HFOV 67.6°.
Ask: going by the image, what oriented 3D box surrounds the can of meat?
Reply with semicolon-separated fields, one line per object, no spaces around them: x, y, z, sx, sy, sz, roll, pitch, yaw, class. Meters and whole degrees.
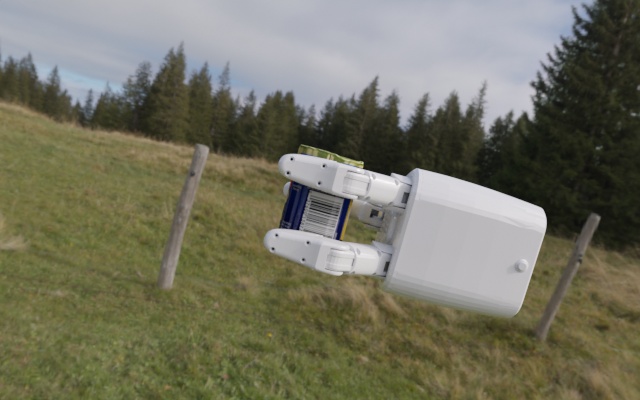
0.000;0.001;0.401;0.057;0.084;0.102;16;5;1;can of meat
